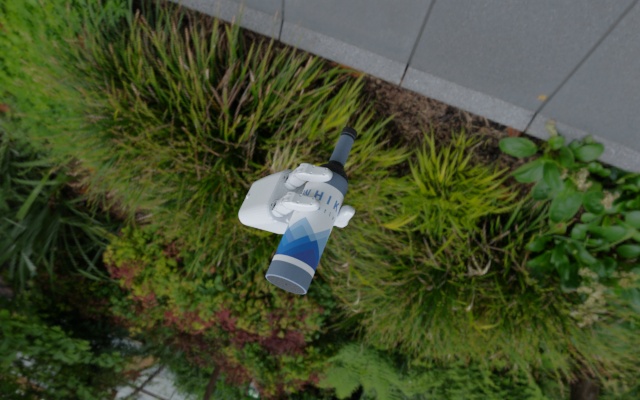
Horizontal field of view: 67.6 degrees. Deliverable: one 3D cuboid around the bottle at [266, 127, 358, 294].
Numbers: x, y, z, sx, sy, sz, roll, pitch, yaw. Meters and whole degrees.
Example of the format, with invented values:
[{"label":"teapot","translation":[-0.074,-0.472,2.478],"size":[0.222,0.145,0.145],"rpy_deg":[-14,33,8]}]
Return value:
[{"label":"bottle","translation":[0.000,0.003,0.774],"size":[0.069,0.295,0.069],"rpy_deg":[19,-25,9]}]
